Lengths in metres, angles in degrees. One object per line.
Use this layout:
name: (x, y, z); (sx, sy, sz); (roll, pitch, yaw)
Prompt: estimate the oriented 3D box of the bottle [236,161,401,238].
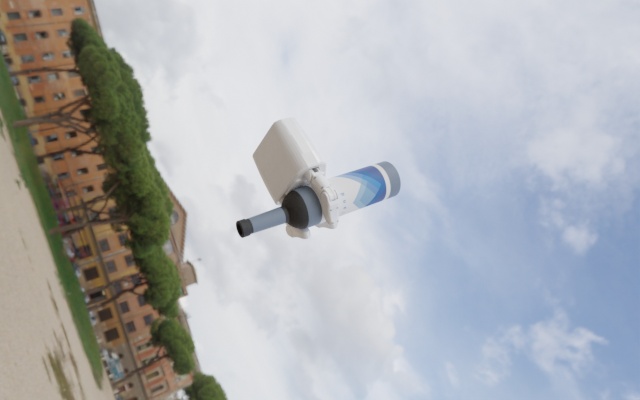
bottle: (0.000, 0.003, 0.791); (0.295, 0.069, 0.069); (-19, 9, -28)
